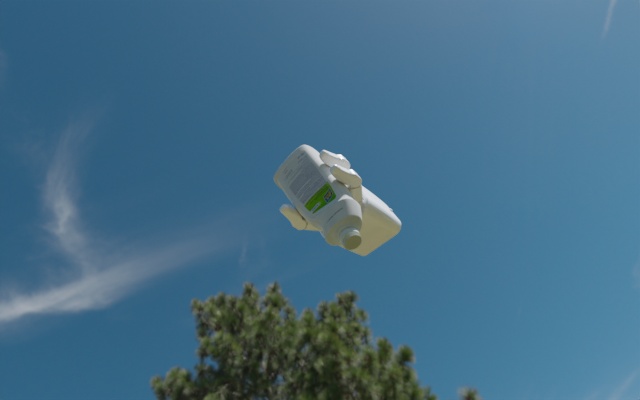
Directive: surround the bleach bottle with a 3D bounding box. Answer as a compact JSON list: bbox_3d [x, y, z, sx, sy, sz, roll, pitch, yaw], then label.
[{"bbox_3d":[0.000,0.003,0.809,0.068,0.102,0.250,32,16,-36],"label":"bleach bottle"}]
